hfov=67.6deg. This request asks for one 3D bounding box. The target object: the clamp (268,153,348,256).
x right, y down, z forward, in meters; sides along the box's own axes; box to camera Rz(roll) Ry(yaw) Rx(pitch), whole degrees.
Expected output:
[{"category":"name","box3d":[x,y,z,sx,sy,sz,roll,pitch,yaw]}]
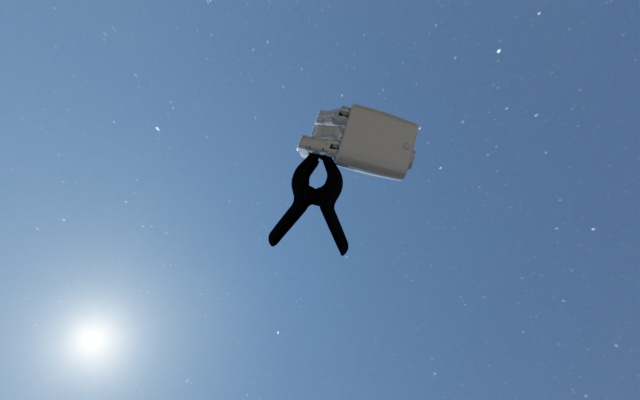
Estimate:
[{"category":"clamp","box3d":[0.000,0.002,0.727,0.120,0.171,0.039,16,-9,4]}]
